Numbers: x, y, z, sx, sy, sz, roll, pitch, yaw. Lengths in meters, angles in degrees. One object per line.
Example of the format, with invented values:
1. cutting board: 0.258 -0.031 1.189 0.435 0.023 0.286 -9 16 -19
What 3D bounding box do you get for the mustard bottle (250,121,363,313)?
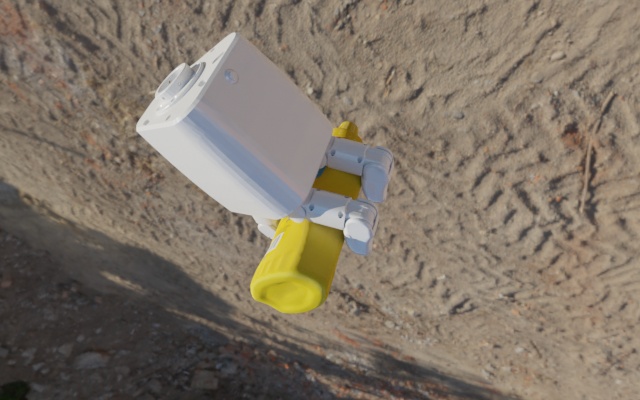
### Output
1. mustard bottle: 0.000 0.002 0.432 0.058 0.191 0.096 28 -32 -11
